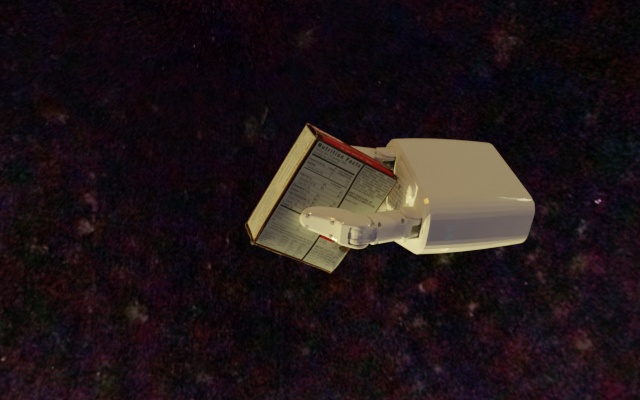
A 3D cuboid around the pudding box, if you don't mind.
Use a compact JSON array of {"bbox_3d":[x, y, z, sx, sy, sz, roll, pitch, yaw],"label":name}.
[{"bbox_3d":[0.000,0.001,0.424,0.090,0.113,0.039,25,16,-26],"label":"pudding box"}]
